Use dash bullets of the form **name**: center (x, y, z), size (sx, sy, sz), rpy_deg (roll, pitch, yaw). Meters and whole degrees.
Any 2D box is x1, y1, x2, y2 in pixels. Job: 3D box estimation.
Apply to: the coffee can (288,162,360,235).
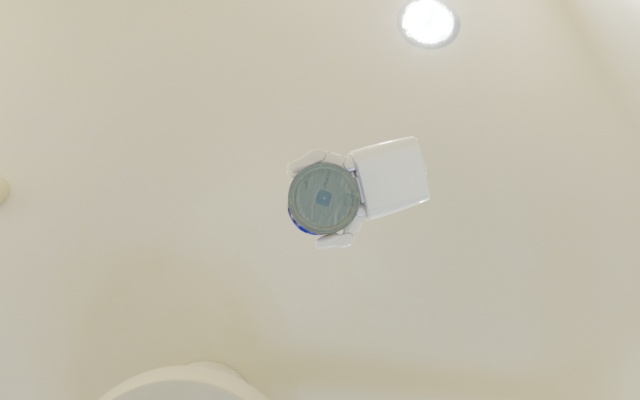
- **coffee can**: center (0.000, 0.003, 0.741), size (0.103, 0.103, 0.140), rpy_deg (0, -5, -4)
